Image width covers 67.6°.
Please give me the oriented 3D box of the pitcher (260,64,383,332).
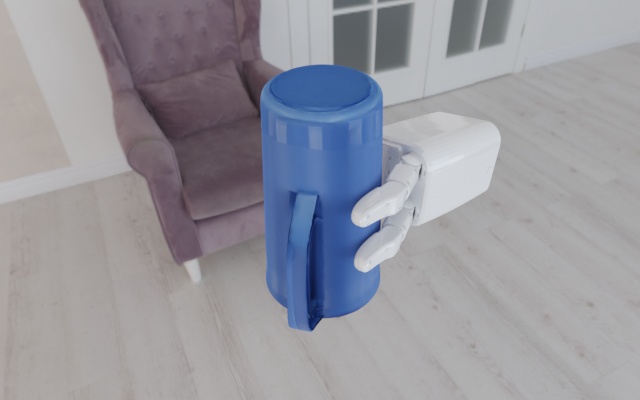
[{"bbox_3d":[0.000,0.001,0.479,0.145,0.243,0.149,-20,42,-23],"label":"pitcher"}]
